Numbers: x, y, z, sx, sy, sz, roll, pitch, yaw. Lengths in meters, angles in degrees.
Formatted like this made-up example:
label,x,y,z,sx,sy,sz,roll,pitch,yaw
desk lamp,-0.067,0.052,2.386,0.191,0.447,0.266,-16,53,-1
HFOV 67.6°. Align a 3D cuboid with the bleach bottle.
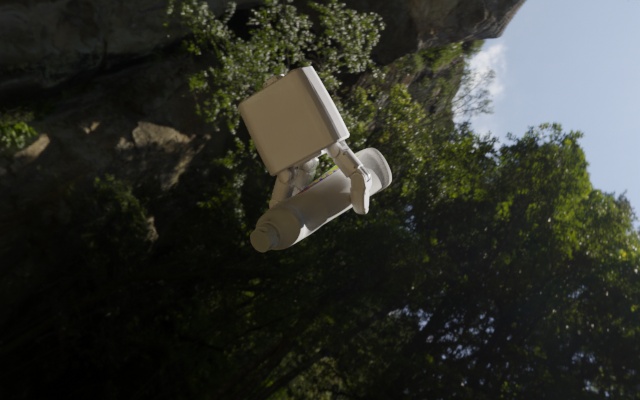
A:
label,x,y,z,sx,sy,sz,roll,pitch,yaw
bleach bottle,0.000,0.002,0.642,0.102,0.068,0.250,-26,4,37
